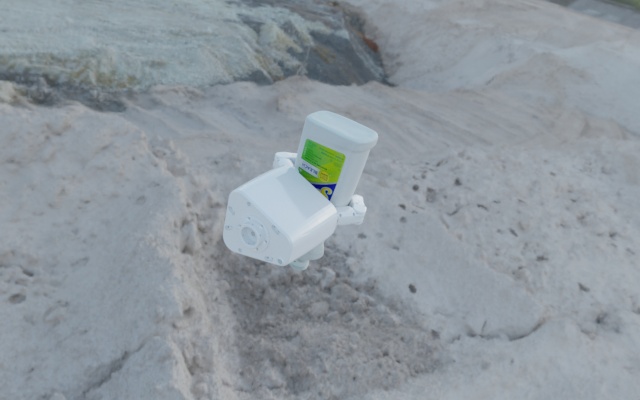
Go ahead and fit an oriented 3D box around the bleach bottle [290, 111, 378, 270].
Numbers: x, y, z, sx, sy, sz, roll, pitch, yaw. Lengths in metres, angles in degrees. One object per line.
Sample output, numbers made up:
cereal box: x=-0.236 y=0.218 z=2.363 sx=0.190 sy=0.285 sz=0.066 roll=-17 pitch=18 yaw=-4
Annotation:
bleach bottle: x=0.000 y=0.002 z=0.705 sx=0.102 sy=0.251 sz=0.068 roll=28 pitch=32 yaw=22
